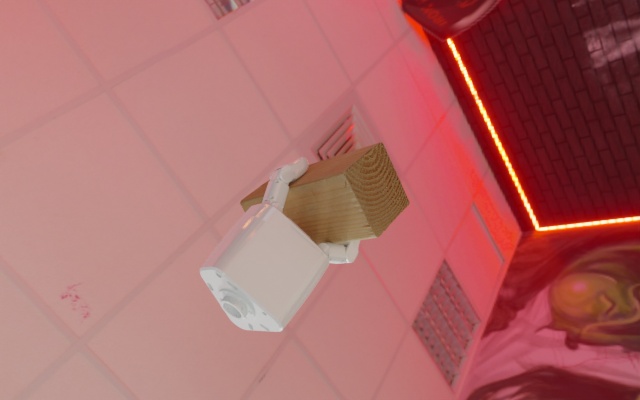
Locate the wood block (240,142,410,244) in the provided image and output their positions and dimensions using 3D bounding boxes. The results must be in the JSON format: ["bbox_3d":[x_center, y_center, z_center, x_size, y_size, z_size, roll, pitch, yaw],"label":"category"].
[{"bbox_3d":[0.000,0.002,0.639,0.206,0.091,0.090,-13,20,45],"label":"wood block"}]
